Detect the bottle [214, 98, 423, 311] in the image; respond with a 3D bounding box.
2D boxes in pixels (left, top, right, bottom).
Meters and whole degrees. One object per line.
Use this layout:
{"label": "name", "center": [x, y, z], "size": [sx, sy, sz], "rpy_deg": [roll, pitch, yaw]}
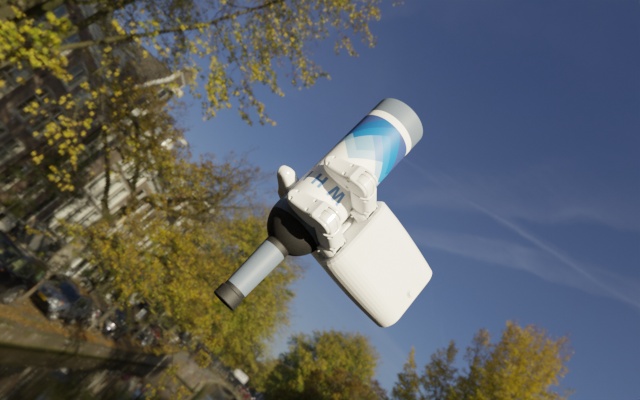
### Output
{"label": "bottle", "center": [0.000, 0.001, 0.523], "size": [0.295, 0.069, 0.069], "rpy_deg": [-46, 20, -21]}
